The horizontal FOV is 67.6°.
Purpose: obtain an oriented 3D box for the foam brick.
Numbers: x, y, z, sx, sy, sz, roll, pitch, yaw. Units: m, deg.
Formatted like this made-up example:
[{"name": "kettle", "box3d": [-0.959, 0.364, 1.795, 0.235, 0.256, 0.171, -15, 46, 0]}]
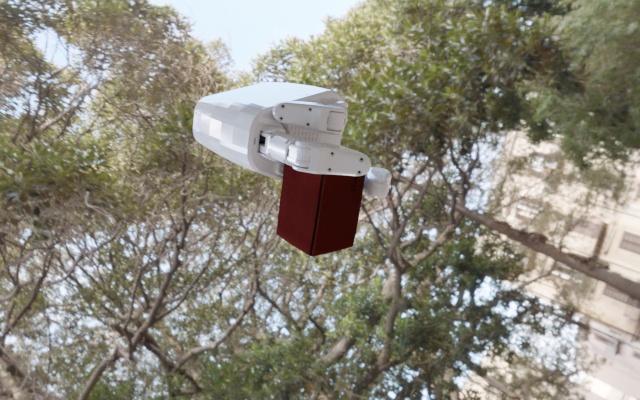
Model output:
[{"name": "foam brick", "box3d": [0.000, 0.002, 0.422, 0.053, 0.078, 0.051, -5, 20, -43]}]
